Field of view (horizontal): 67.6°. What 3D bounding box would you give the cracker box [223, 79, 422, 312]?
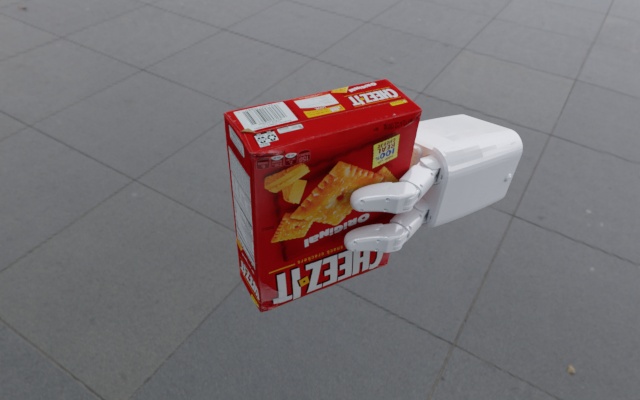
[{"bbox_3d":[0.000,0.001,0.477,0.164,0.214,0.072,-17,46,-21],"label":"cracker box"}]
